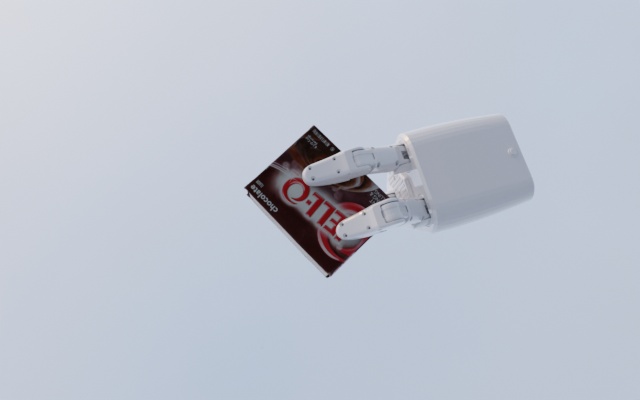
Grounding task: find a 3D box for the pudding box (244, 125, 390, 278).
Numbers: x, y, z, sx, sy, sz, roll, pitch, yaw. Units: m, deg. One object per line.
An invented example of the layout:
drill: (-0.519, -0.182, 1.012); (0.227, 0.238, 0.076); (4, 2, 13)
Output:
pudding box: (0.000, 0.001, 0.444); (0.090, 0.113, 0.039); (-44, -9, -14)
